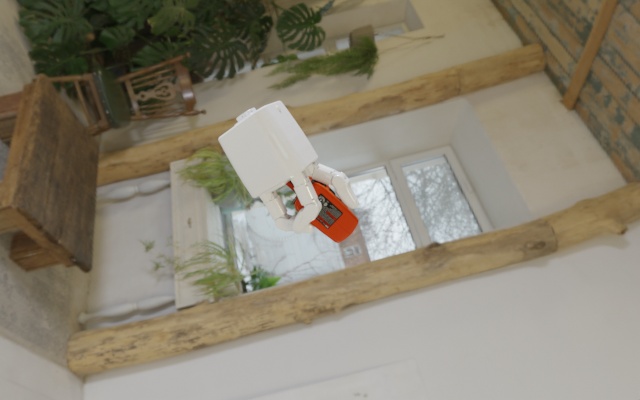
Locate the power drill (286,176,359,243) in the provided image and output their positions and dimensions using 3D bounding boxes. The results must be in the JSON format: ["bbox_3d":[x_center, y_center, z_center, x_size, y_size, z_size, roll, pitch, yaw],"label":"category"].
[{"bbox_3d":[0.000,0.003,0.815,0.184,0.057,0.187,39,4,-23],"label":"power drill"}]
